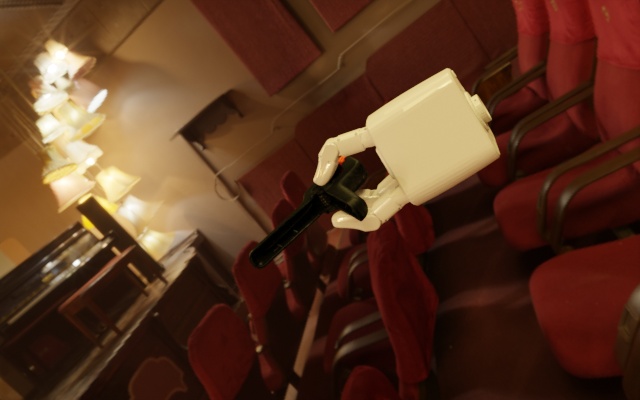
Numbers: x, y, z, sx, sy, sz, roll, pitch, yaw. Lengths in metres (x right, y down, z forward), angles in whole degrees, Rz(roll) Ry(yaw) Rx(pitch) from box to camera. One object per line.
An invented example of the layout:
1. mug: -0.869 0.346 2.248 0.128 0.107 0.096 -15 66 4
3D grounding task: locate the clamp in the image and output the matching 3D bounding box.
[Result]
1. clamp: 0.000 0.001 0.597 0.164 0.036 0.210 -29 16 24
